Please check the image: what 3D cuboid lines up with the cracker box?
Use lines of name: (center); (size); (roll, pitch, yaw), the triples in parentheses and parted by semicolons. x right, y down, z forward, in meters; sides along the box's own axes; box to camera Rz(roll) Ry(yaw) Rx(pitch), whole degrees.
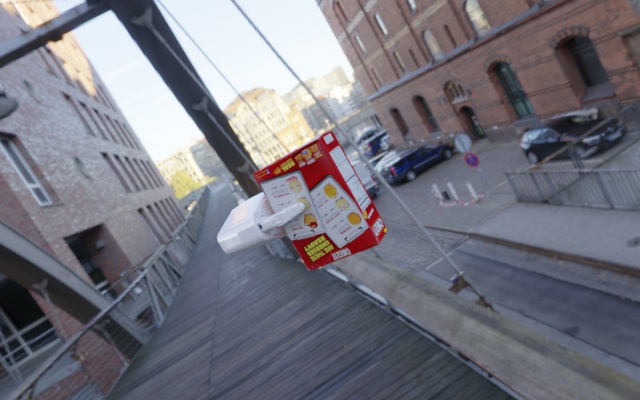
cracker box: (0.000, 0.003, 0.877); (0.164, 0.214, 0.072); (-25, 10, 32)
